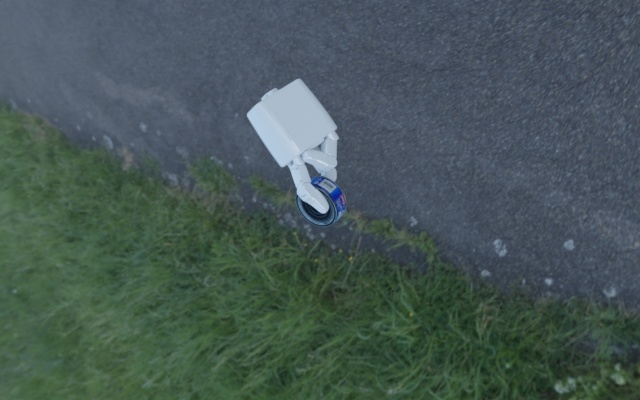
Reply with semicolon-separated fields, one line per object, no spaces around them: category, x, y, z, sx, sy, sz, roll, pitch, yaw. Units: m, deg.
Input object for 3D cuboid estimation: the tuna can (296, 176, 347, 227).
tuna can;0.000;0.003;0.821;0.086;0.086;0.033;0;30;37
